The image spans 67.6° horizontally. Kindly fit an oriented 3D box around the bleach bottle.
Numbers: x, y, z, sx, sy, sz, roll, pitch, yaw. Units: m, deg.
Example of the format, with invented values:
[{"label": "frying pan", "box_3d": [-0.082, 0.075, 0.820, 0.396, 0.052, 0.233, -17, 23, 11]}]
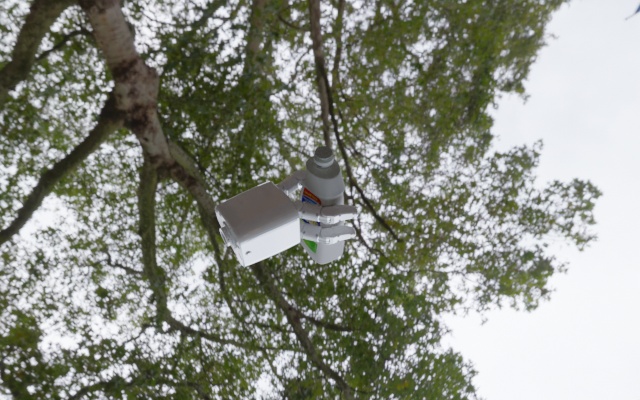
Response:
[{"label": "bleach bottle", "box_3d": [0.000, 0.003, 0.830, 0.068, 0.251, 0.102, -25, 54, -20]}]
